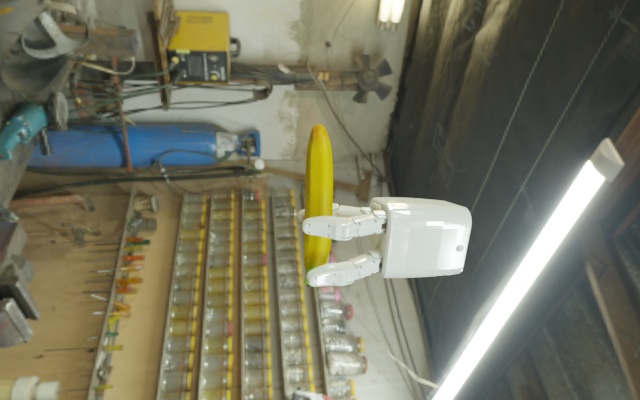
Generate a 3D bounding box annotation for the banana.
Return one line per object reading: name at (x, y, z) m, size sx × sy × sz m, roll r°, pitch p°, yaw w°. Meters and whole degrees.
banana at (-0.002, 0.006, 0.609) m, size 0.037 × 0.198 × 0.069 m, roll 1°, pitch -2°, yaw -5°
